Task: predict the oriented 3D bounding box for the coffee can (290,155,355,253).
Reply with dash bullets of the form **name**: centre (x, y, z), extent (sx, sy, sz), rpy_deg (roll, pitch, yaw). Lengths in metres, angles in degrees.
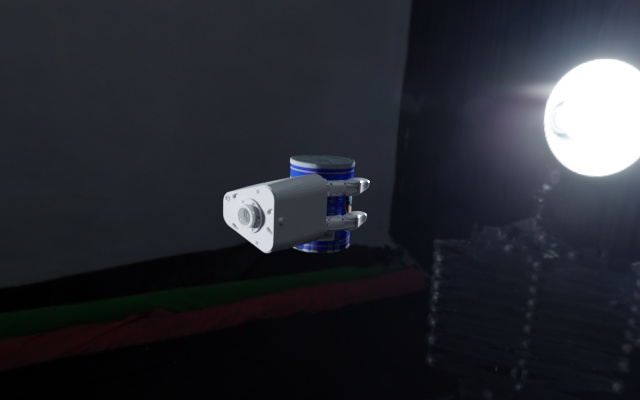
- **coffee can**: centre (0.000, 0.002, 0.773), extent (0.103, 0.140, 0.102), rpy_deg (3, 13, -1)
